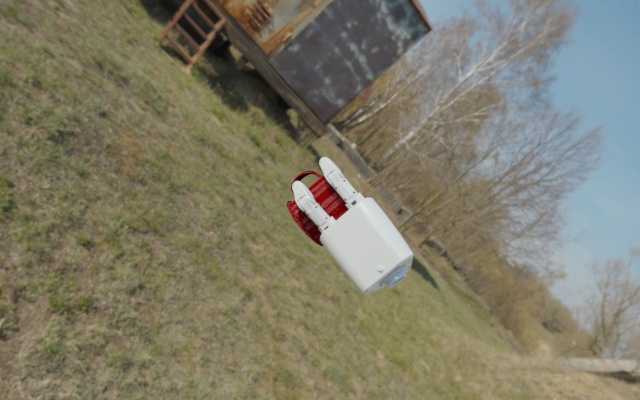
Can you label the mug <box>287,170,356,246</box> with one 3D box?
[{"bbox_3d":[-0.001,0.001,0.760,0.081,0.117,0.093,-40,-20,10],"label":"mug"}]
